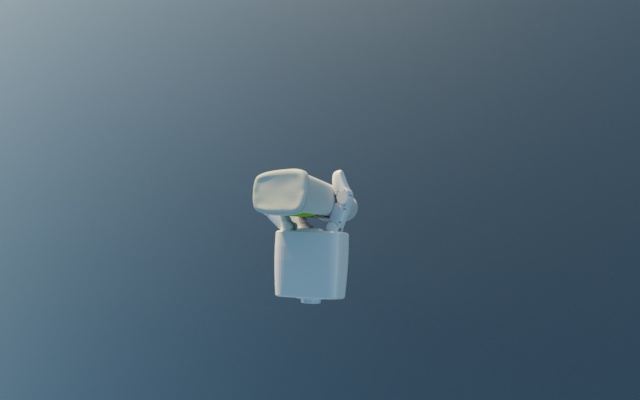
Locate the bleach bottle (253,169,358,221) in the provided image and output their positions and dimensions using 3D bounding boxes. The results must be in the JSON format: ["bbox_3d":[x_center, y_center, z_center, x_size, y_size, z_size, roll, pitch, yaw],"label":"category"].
[{"bbox_3d":[0.000,0.003,0.806,0.102,0.068,0.251,-2,-8,31],"label":"bleach bottle"}]
